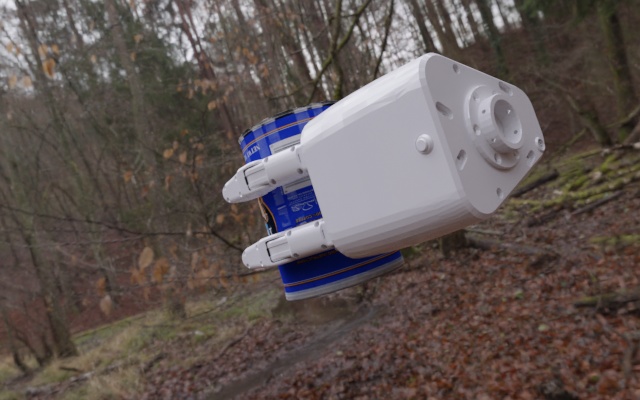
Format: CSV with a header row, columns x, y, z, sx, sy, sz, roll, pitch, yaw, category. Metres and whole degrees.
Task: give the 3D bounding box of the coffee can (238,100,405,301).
x,y,z,sx,sy,sz,roll,pitch,yaw,category
0.000,0.001,0.403,0.103,0.140,0.103,-18,-4,-1,coffee can
